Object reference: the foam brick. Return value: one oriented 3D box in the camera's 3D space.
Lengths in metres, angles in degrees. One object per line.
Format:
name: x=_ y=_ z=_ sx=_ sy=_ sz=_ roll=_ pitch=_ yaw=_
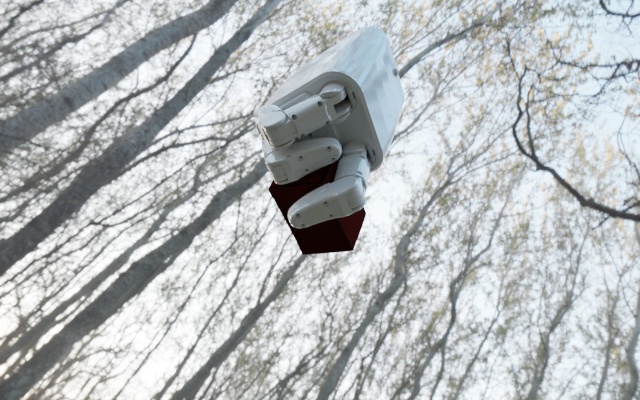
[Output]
foam brick: x=0.000 y=0.002 z=0.416 sx=0.053 sy=0.078 sz=0.051 roll=-5 pitch=37 yaw=27
